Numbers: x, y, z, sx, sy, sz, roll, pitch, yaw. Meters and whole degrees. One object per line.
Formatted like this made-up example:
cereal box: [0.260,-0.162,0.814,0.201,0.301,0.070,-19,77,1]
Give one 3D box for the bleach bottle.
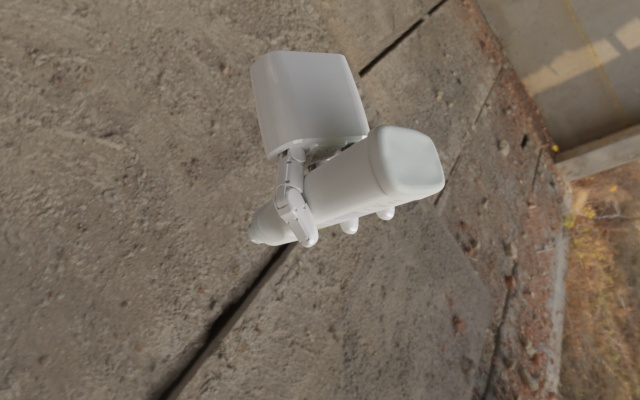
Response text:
bleach bottle: [0.000,0.002,0.513,0.251,0.068,0.102,-24,-15,40]
